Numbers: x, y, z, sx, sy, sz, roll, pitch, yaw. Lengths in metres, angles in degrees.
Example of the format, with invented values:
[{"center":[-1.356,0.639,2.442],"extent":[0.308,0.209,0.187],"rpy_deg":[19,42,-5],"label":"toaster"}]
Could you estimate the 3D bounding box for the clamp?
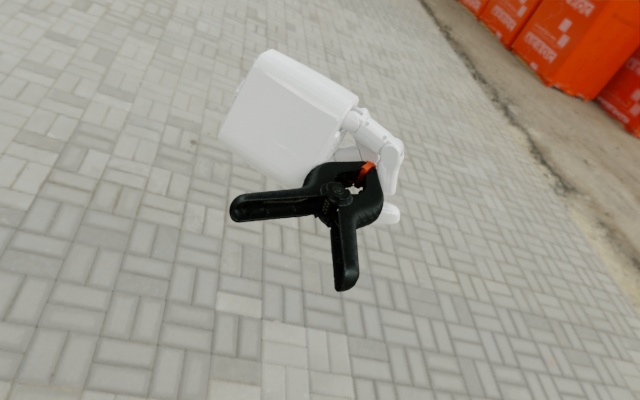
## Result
[{"center":[0.000,0.001,0.435],"extent":[0.120,0.039,0.171],"rpy_deg":[32,34,3],"label":"clamp"}]
